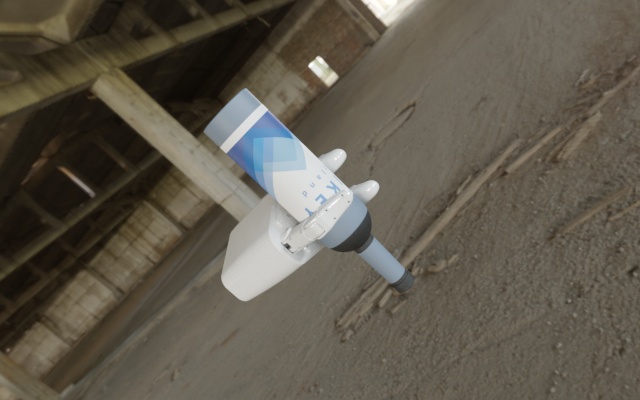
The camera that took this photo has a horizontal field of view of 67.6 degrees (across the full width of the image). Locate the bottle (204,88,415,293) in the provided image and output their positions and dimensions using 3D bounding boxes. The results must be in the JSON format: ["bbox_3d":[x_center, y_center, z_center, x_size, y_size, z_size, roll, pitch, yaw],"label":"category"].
[{"bbox_3d":[0.000,0.002,0.547,0.296,0.069,0.069,44,-11,-11],"label":"bottle"}]
